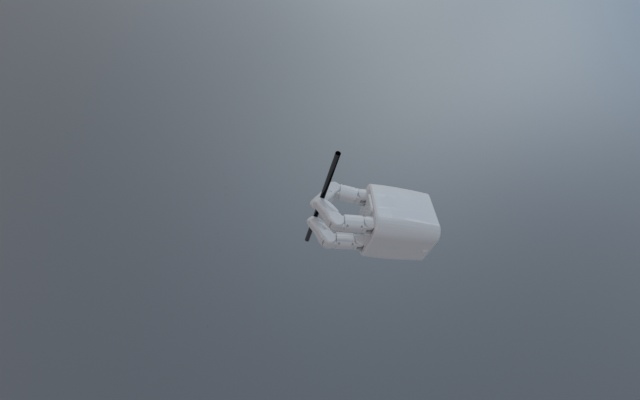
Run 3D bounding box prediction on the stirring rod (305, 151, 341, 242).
[{"bbox_3d":[0.000,0.002,0.745,0.011,0.011,0.240,0,-34,-14],"label":"stirring rod"}]
